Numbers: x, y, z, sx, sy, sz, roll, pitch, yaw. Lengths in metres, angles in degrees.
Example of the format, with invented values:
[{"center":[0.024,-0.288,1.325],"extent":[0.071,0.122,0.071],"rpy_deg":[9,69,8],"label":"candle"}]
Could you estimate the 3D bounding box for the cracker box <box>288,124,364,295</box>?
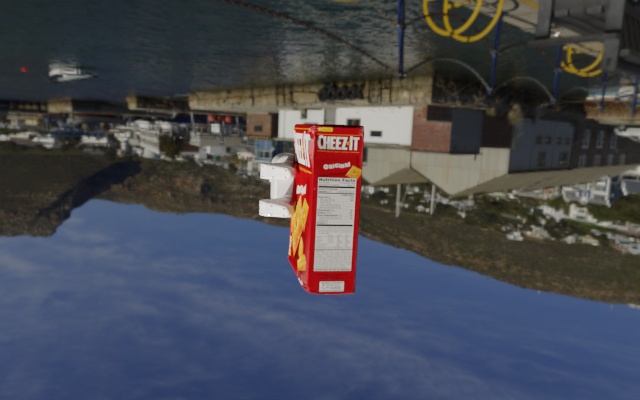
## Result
[{"center":[0.000,0.002,0.661],"extent":[0.072,0.214,0.164],"rpy_deg":[0,9,-12],"label":"cracker box"}]
